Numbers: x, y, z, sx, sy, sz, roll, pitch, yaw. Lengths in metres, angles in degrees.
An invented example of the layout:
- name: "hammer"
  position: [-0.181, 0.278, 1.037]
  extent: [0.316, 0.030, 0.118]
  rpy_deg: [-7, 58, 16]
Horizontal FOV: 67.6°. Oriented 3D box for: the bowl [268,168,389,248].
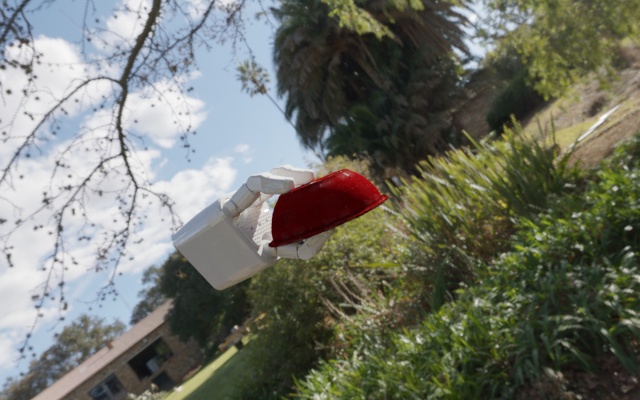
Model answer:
- name: "bowl"
  position: [0.001, 0.001, 0.596]
  extent: [0.162, 0.055, 0.162]
  rpy_deg: [-22, 4, 2]
